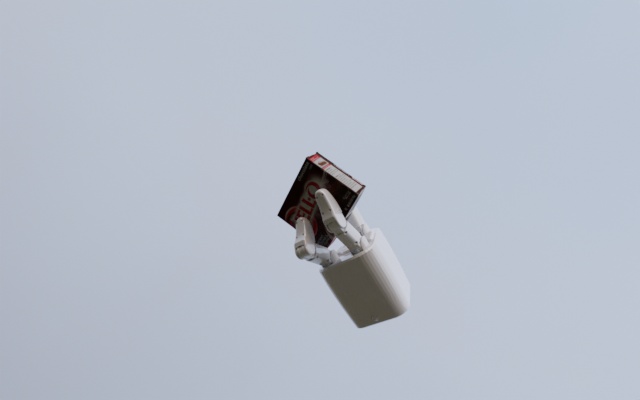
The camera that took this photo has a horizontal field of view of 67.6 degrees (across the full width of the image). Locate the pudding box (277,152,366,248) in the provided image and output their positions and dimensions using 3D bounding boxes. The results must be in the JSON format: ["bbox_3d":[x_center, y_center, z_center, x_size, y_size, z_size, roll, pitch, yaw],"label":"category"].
[{"bbox_3d":[0.000,0.002,0.676,0.090,0.113,0.039,35,31,10],"label":"pudding box"}]
